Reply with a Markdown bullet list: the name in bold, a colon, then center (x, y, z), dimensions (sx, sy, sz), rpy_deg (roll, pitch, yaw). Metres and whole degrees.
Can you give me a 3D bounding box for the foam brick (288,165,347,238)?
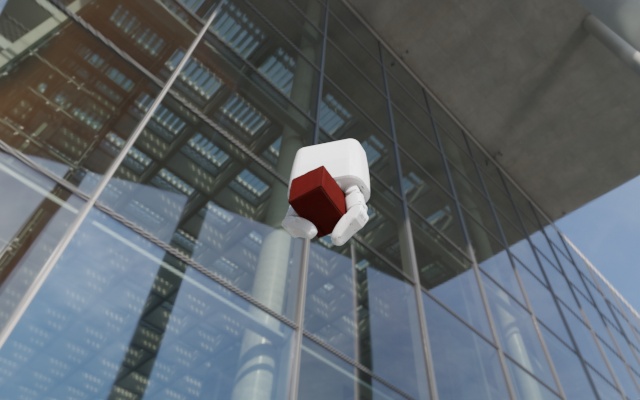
- **foam brick**: center (0.000, 0.002, 0.647), dimensions (0.053, 0.078, 0.051), rpy_deg (-23, 35, 22)
